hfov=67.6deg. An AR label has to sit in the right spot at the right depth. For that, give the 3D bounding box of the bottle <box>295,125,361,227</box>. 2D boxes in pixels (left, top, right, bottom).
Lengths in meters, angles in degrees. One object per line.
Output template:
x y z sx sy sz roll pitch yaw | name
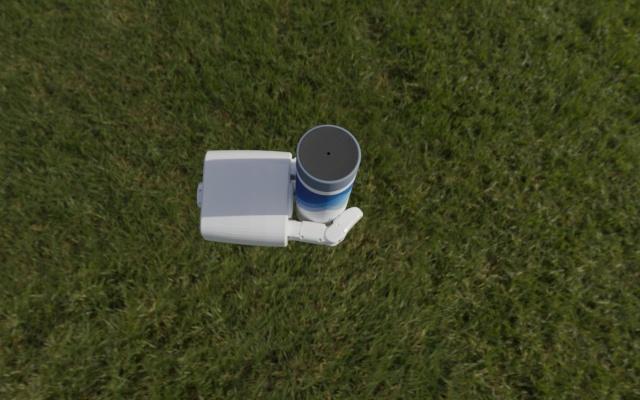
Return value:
0.000 0.002 0.624 0.069 0.069 0.296 0 -20 -3 | bottle
